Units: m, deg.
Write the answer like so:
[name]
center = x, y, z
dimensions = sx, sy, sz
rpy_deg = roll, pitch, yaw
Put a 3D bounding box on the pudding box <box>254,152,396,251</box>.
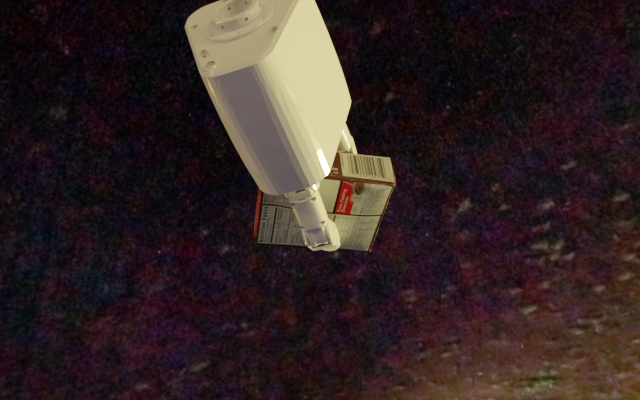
[pudding box]
center = 0.000, 0.001, 0.423
dimensions = 0.113, 0.090, 0.039
rpy_deg = 6, 44, -9
